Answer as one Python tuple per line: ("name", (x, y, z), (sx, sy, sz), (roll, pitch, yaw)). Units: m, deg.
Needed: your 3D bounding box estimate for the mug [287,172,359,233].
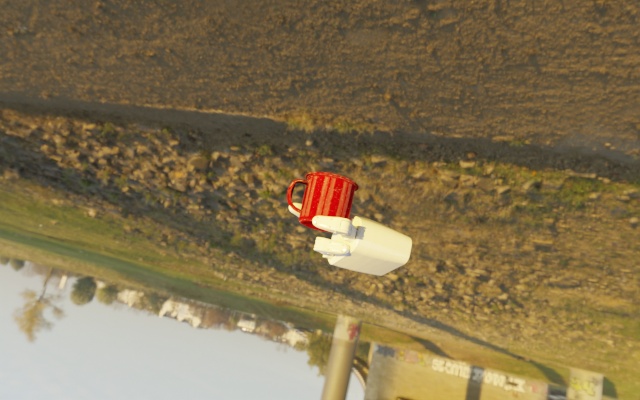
("mug", (-0.001, 0.002, 0.801), (0.117, 0.081, 0.093), (18, -15, -18))
